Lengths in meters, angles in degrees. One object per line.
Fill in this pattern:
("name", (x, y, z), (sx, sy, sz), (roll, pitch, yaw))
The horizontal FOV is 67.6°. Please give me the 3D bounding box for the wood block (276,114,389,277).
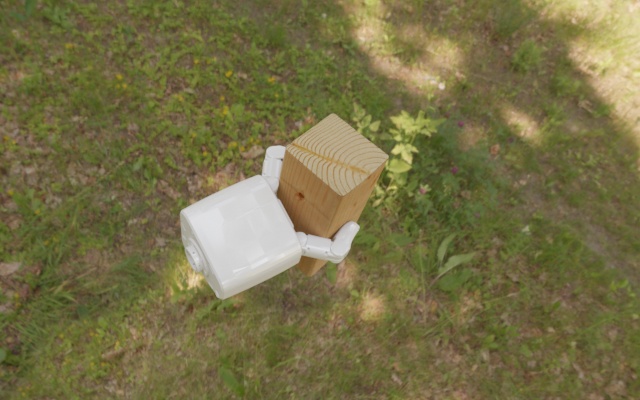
("wood block", (0.000, 0.002, 0.625), (0.090, 0.091, 0.206), (-40, -17, -32))
